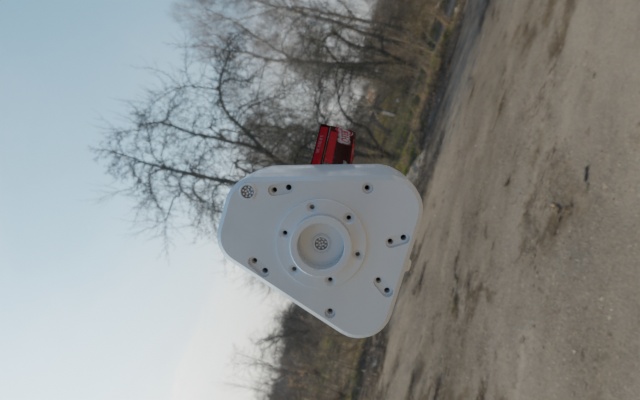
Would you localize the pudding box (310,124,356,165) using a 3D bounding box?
[{"bbox_3d":[0.000,0.001,0.424,0.039,0.114,0.090,16,34,-2],"label":"pudding box"}]
